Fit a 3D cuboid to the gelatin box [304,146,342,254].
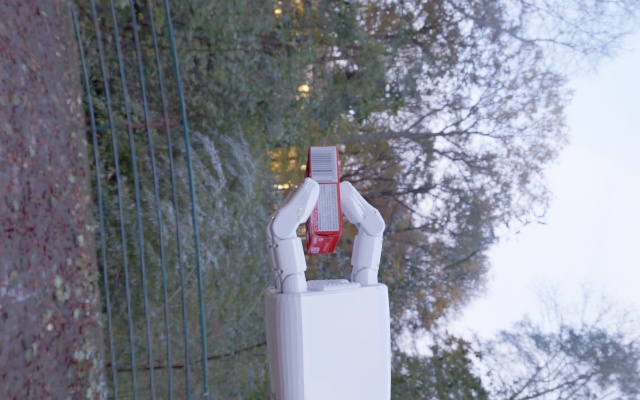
[{"bbox_3d":[0.001,0.001,0.465,0.030,0.089,0.073,0,-18,-5],"label":"gelatin box"}]
